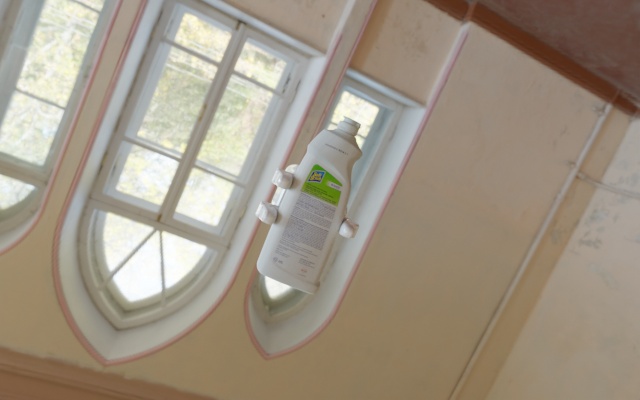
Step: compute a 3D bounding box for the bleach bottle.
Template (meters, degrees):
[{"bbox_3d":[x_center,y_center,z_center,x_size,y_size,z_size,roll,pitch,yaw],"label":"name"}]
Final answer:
[{"bbox_3d":[0.000,0.002,0.691,0.102,0.251,0.068,23,7,-13],"label":"bleach bottle"}]
